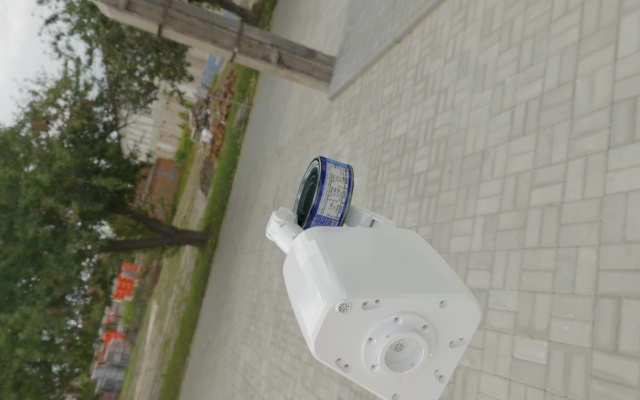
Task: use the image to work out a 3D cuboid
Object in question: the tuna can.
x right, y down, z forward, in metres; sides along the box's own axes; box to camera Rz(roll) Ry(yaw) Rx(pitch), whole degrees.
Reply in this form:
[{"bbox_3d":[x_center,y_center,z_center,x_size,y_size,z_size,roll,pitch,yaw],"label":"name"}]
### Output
[{"bbox_3d":[0.000,0.001,0.459,0.034,0.086,0.086,17,-4,-14],"label":"tuna can"}]
